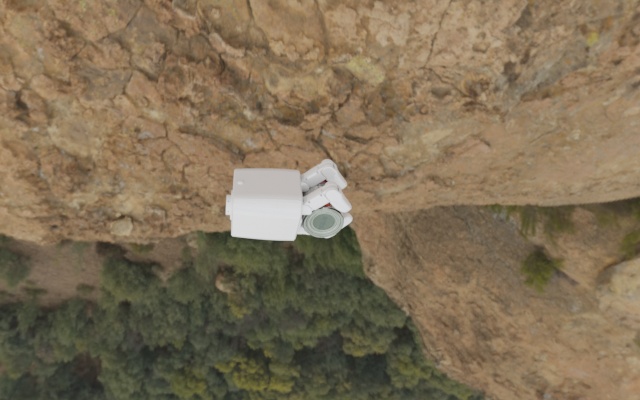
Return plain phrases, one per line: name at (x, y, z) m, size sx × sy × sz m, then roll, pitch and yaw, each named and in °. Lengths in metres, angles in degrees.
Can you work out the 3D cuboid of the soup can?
soup can at (0.001, 0.003, 0.790) m, size 0.068 × 0.069 × 0.102 m, roll 0°, pitch 42°, yaw -7°
